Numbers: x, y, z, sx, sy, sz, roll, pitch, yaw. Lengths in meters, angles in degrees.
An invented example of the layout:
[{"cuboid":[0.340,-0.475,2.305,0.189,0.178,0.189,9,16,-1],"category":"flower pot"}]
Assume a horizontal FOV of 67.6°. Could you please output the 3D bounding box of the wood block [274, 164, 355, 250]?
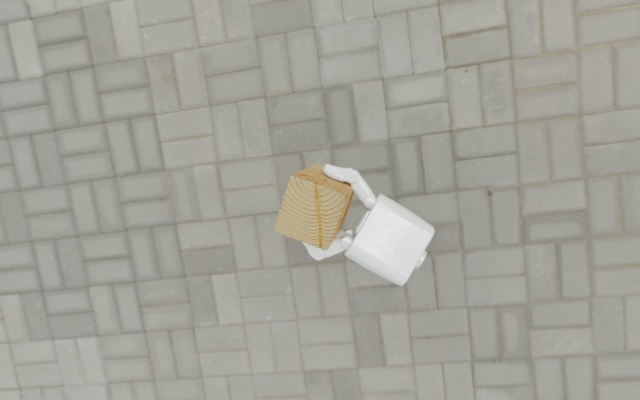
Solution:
[{"cuboid":[0.001,0.002,0.796,0.090,0.091,0.206,20,11,6],"category":"wood block"}]
